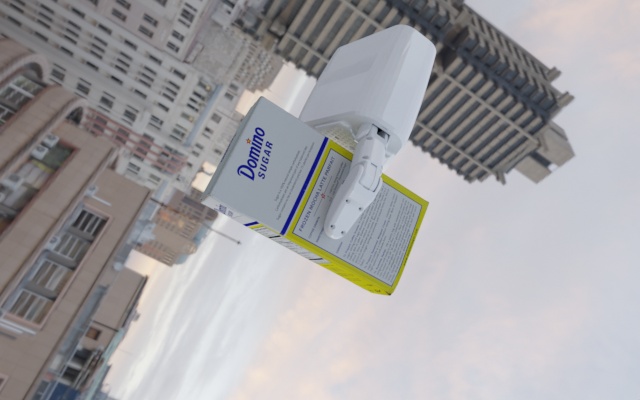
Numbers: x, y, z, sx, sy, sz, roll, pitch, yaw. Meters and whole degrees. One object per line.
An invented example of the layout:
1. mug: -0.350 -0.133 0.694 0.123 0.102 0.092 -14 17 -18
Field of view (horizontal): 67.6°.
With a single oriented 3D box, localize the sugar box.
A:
1. sugar box: 0.000 0.001 0.401 0.176 0.093 0.048 30 -19 -16
